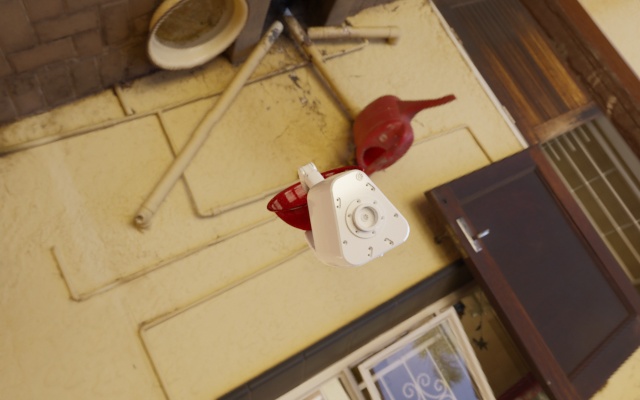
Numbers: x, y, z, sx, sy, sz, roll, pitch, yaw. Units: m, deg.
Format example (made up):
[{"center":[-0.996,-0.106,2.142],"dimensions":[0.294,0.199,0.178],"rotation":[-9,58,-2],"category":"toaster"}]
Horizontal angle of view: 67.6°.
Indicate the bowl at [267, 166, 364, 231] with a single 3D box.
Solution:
[{"center":[0.000,0.003,0.748],"dimensions":[0.162,0.055,0.162],"rotation":[-20,16,6],"category":"bowl"}]
